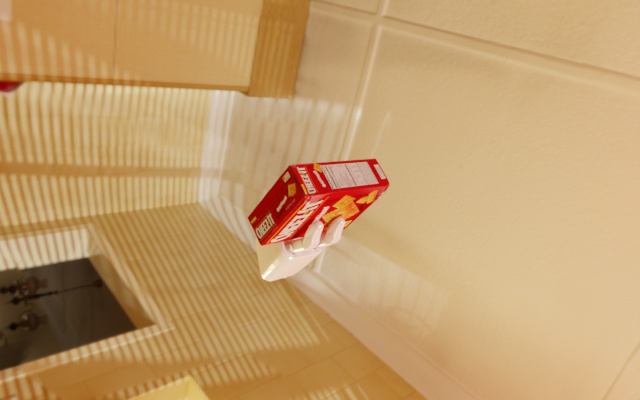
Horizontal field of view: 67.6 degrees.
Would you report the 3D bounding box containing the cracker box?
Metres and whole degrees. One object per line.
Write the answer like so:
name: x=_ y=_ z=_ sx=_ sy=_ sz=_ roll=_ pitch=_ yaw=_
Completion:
cracker box: x=0.000 y=0.003 z=0.873 sx=0.213 sy=0.072 sz=0.164 roll=-9 pitch=-28 yaw=-42
